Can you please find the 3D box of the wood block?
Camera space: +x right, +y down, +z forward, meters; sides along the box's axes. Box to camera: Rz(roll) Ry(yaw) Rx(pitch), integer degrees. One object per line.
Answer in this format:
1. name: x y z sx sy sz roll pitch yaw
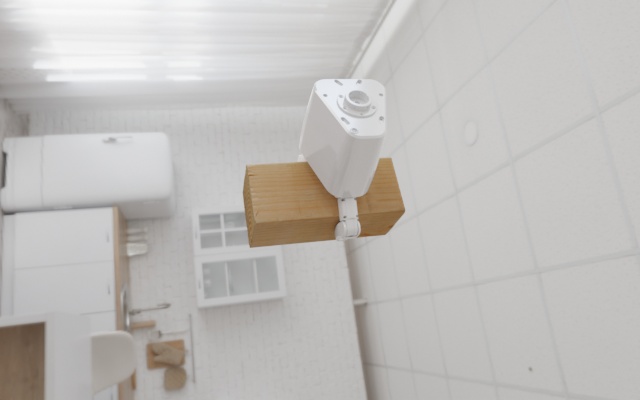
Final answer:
1. wood block: 0.000 0.002 0.674 0.206 0.090 0.090 -4 -25 -15
